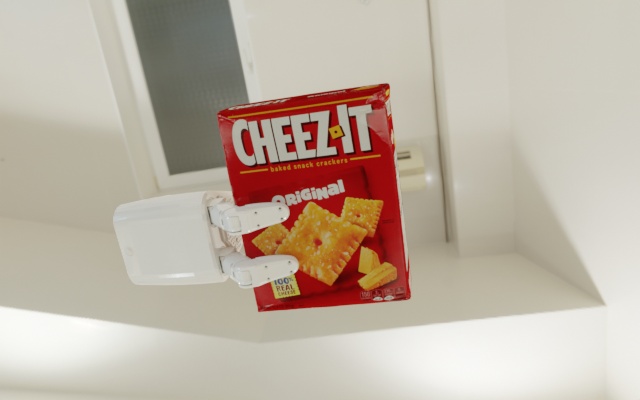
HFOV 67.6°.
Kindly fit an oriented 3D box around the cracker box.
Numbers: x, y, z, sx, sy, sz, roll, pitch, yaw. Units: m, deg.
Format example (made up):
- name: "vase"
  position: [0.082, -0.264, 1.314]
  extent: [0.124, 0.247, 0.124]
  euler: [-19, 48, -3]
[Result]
- name: "cracker box"
  position: [0.000, 0.002, 0.487]
  extent: [0.164, 0.214, 0.072]
  euler: [-6, 16, 11]
